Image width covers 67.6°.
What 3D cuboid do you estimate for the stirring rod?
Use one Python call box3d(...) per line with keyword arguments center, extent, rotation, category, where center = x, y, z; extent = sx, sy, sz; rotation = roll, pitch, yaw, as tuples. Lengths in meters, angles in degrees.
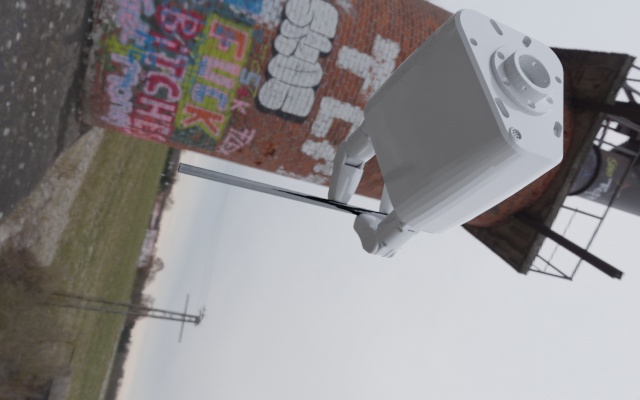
box3d(center=(0.000, 0.001, 0.410), extent=(0.239, 0.011, 0.011), rotation=(14, -5, -22), category="stirring rod")
